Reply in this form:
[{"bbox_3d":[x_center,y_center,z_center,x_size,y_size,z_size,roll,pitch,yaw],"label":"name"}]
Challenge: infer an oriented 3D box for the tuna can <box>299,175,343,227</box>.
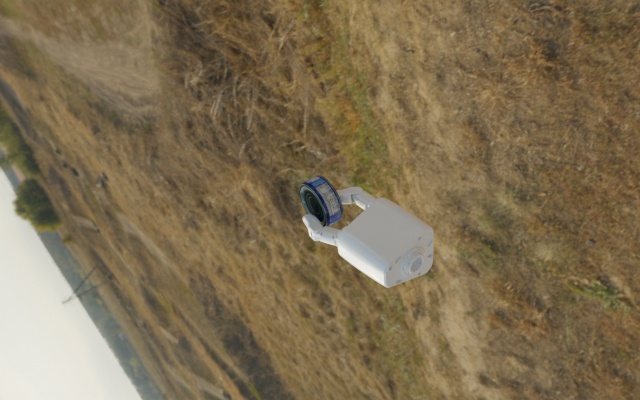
[{"bbox_3d":[0.000,0.003,0.809,0.033,0.086,0.086,-28,11,-22],"label":"tuna can"}]
